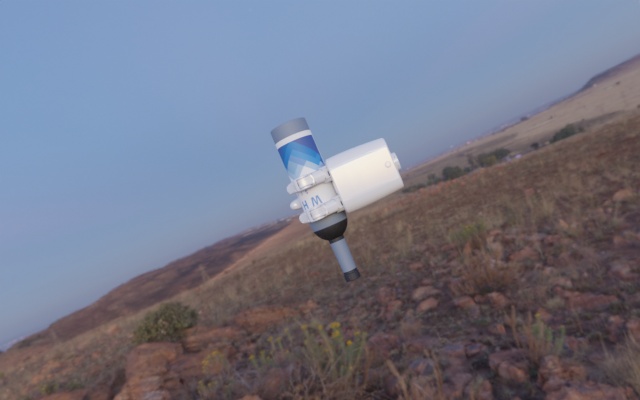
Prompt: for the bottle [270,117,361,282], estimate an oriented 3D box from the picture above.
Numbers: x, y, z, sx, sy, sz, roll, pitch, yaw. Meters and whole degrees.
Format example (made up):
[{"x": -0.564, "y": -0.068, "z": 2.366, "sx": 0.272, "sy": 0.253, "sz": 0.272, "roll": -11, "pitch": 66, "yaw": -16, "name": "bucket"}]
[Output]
[{"x": 0.000, "y": 0.003, "z": 0.839, "sx": 0.069, "sy": 0.295, "sz": 0.069, "roll": -23, "pitch": 0, "yaw": 0, "name": "bottle"}]
